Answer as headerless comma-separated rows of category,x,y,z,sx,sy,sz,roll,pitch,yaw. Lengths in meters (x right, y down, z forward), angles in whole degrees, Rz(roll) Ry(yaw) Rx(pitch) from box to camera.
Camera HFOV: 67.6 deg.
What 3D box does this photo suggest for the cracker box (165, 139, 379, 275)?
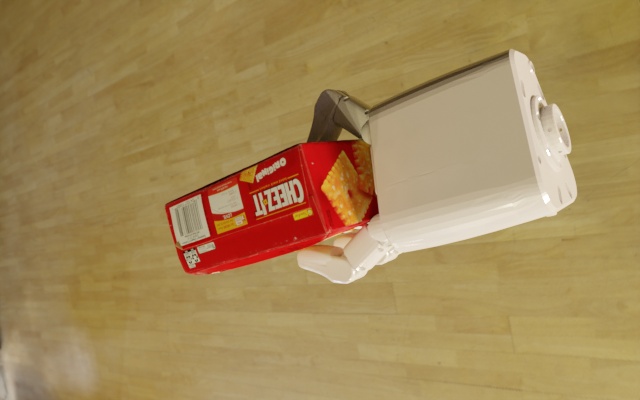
cracker box,0.000,0.001,0.432,0.164,0.072,0.213,-19,-5,38
